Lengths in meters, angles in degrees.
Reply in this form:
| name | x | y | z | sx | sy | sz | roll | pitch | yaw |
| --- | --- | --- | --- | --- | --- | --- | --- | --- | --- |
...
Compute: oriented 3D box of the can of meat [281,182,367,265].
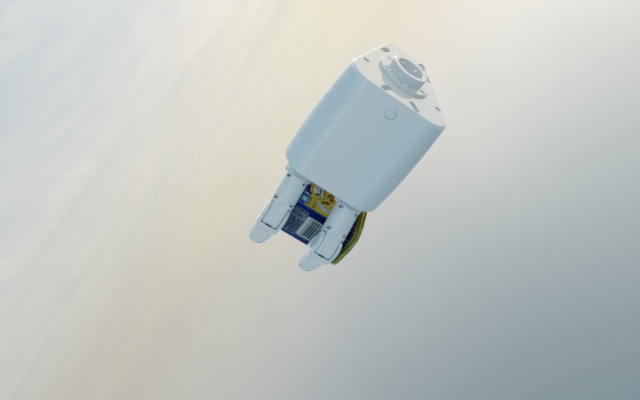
| name | x | y | z | sx | sy | sz | roll | pitch | yaw |
| --- | --- | --- | --- | --- | --- | --- | --- | --- | --- |
| can of meat | 0.000 | 0.001 | 0.489 | 0.084 | 0.102 | 0.057 | 32 | -48 | -10 |
